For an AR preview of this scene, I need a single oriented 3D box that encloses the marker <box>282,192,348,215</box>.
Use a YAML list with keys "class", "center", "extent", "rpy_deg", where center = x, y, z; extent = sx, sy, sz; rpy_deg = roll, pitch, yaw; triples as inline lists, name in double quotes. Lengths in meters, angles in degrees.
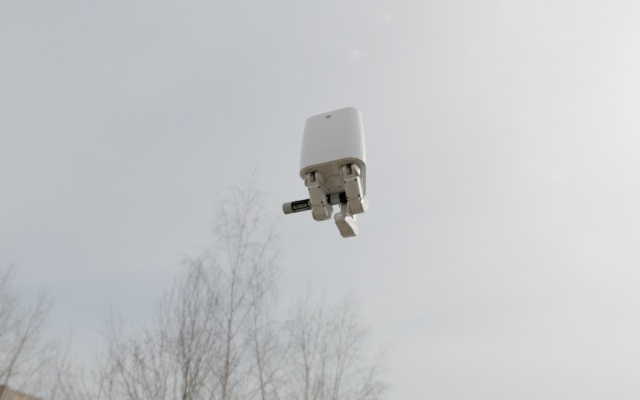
- class: "marker"
  center: [0.000, 0.002, 0.727]
  extent: [0.121, 0.020, 0.020]
  rpy_deg: [-11, -3, 18]
